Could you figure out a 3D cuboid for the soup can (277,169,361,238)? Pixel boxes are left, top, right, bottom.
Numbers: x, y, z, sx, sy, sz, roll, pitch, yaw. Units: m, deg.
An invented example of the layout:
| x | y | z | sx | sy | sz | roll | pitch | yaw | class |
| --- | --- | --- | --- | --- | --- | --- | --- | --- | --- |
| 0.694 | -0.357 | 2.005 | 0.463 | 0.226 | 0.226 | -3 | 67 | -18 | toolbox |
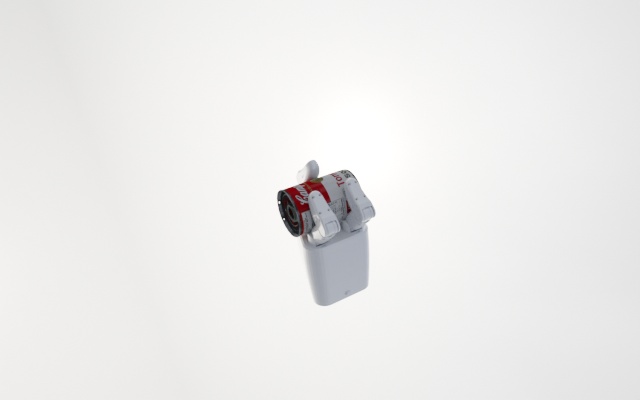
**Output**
| x | y | z | sx | sy | sz | roll | pitch | yaw | class |
| --- | --- | --- | --- | --- | --- | --- | --- | --- | --- |
| 0.000 | 0.002 | 0.657 | 0.102 | 0.068 | 0.068 | -20 | 8 | -22 | soup can |
